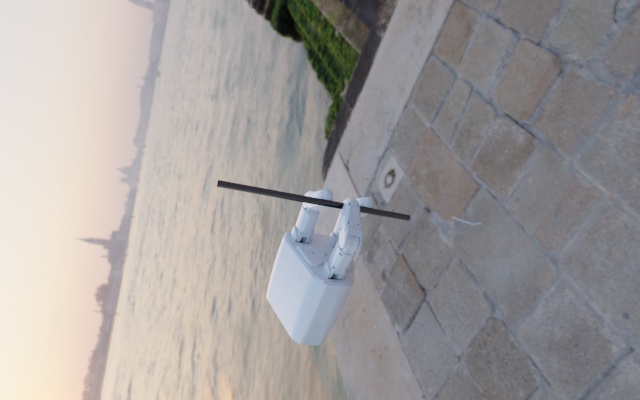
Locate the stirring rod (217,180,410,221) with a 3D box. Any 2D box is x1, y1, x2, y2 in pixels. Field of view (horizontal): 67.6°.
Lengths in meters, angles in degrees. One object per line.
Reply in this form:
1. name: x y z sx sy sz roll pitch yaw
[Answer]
1. stirring rod: 0.000 0.002 0.557 0.239 0.011 0.011 10 -4 -21
